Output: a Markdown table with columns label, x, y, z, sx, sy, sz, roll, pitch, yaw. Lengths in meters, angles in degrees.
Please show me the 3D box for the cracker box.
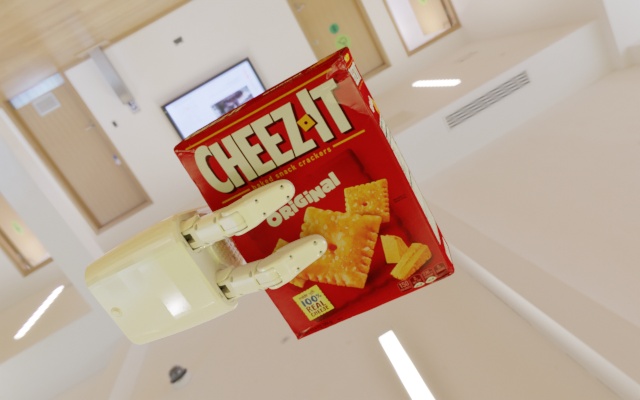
| label | x | y | z | sx | sy | sz | roll | pitch | yaw |
| --- | --- | --- | --- | --- | --- | --- | --- | --- | --- |
| cracker box | 0.000 | 0.001 | 0.429 | 0.164 | 0.214 | 0.072 | -26 | 18 | 15 |
